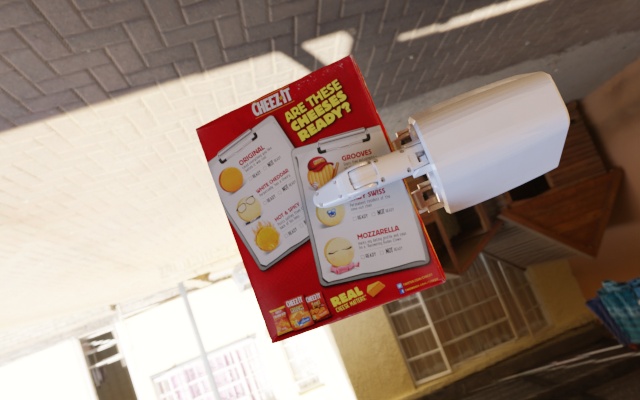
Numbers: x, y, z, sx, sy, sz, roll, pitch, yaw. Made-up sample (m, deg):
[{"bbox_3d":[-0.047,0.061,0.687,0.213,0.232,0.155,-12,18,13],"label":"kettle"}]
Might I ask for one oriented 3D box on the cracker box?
[{"bbox_3d":[0.000,0.002,0.449,0.164,0.213,0.072,-23,-8,11],"label":"cracker box"}]
